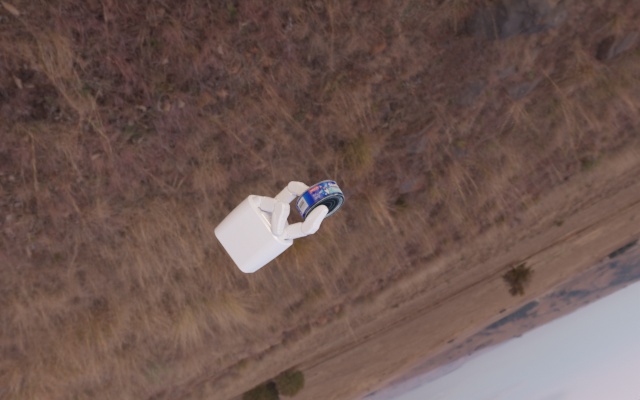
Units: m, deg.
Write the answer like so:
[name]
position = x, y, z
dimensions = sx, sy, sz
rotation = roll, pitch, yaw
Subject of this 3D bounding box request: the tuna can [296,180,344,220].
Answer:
[tuna can]
position = 0.000, 0.003, 0.868
dimensions = 0.086, 0.033, 0.086
rotation = -26, -25, -13
